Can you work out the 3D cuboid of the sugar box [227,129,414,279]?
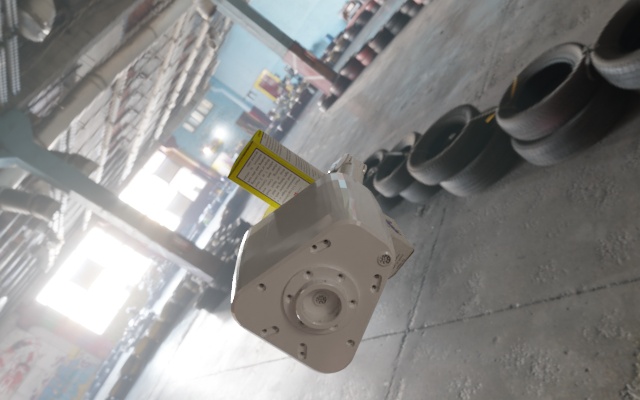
[{"bbox_3d":[0.000,0.002,0.458,0.176,0.048,0.093,36,10,-12],"label":"sugar box"}]
